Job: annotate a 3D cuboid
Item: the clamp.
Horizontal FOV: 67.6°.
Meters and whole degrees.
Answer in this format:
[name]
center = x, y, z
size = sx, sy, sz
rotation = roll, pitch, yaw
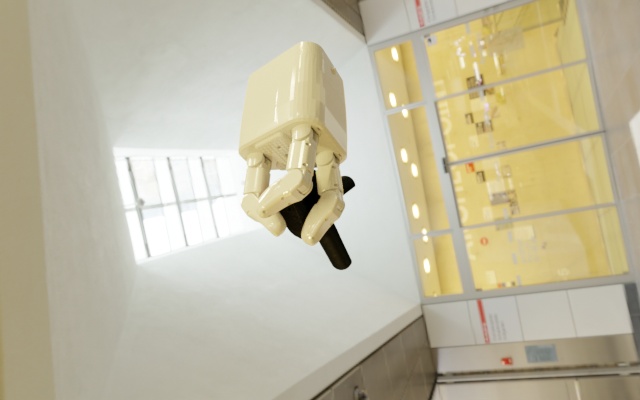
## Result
[clamp]
center = -0.001, 0.002, 0.553
size = 0.039, 0.120, 0.171
rotation = -9, -27, 23
